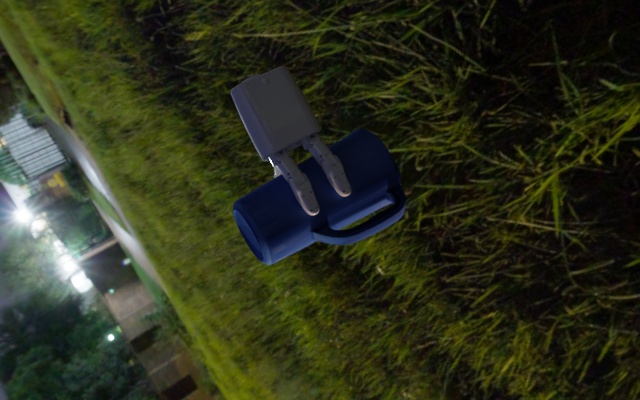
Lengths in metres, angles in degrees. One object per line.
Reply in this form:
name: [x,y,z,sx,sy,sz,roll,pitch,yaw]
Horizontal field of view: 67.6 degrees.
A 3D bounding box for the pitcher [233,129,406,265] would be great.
pitcher: [0.000,0.002,0.731,0.243,0.145,0.149,-29,8,-20]
